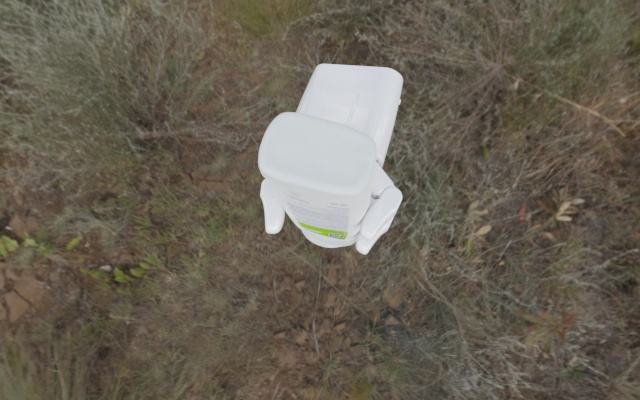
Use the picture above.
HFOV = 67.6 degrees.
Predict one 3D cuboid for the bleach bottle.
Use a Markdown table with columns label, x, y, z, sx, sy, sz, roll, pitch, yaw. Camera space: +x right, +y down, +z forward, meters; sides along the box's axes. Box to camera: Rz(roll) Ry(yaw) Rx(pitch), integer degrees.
| label | x | y | z | sx | sy | sz | roll | pitch | yaw |
| --- | --- | --- | --- | --- | --- | --- | --- | --- | --- |
| bleach bottle | 0.000 | 0.002 | 0.516 | 0.102 | 0.068 | 0.251 | 16 | -19 | 6 |
